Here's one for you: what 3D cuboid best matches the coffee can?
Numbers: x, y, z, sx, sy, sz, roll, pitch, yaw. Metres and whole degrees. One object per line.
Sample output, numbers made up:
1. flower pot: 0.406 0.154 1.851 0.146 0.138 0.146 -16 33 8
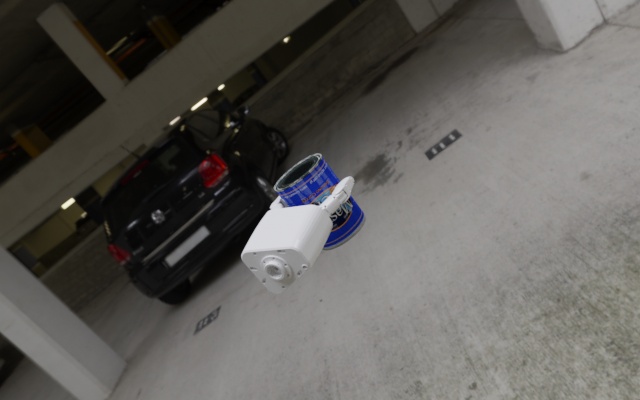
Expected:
1. coffee can: 0.000 0.003 0.845 0.103 0.140 0.102 -33 18 13
